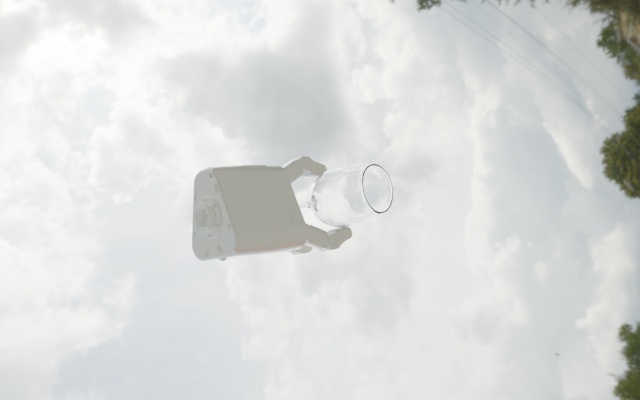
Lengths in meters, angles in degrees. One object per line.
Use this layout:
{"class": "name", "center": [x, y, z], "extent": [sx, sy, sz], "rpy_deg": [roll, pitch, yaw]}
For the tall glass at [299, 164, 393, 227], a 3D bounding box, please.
{"class": "tall glass", "center": [0.000, 0.002, 0.652], "extent": [0.201, 0.079, 0.079], "rpy_deg": [-13, -9, 43]}
